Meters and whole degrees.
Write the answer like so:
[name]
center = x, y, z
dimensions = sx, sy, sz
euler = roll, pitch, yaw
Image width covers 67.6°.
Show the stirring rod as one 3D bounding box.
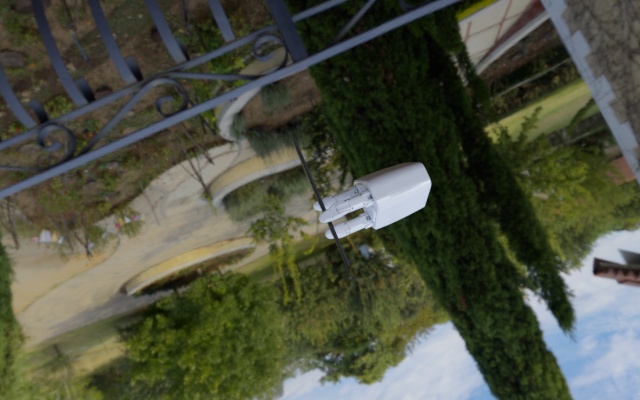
[stirring rod]
center = 0.000, 0.003, 0.835
dimensions = 0.011, 0.239, 0.011
euler = -23, -10, -4
